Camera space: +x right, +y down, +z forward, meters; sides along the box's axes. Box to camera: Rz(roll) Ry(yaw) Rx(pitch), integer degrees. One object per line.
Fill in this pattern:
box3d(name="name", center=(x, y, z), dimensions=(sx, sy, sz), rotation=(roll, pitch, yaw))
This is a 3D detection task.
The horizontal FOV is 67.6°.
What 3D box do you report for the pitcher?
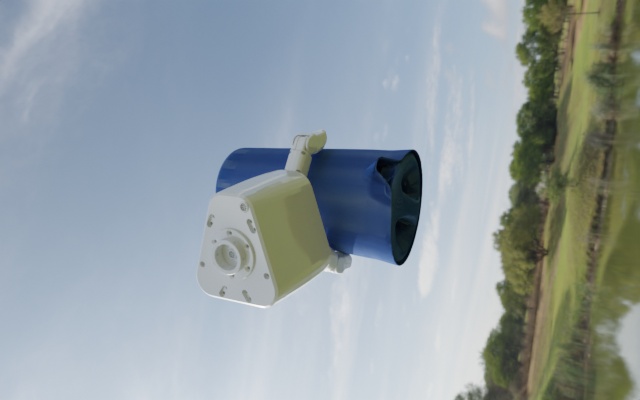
box3d(name="pitcher", center=(0.000, 0.002, 0.598), dimensions=(0.243, 0.149, 0.145), rotation=(7, 17, 25))
